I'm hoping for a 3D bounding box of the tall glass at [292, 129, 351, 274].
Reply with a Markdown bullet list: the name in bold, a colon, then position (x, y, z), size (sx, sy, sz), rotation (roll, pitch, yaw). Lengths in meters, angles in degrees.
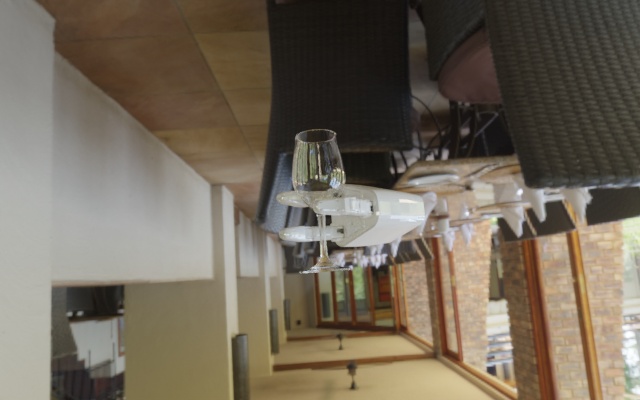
- **tall glass**: position (0.000, 0.003, 0.691), size (0.079, 0.201, 0.079), rotation (-4, -8, -1)
